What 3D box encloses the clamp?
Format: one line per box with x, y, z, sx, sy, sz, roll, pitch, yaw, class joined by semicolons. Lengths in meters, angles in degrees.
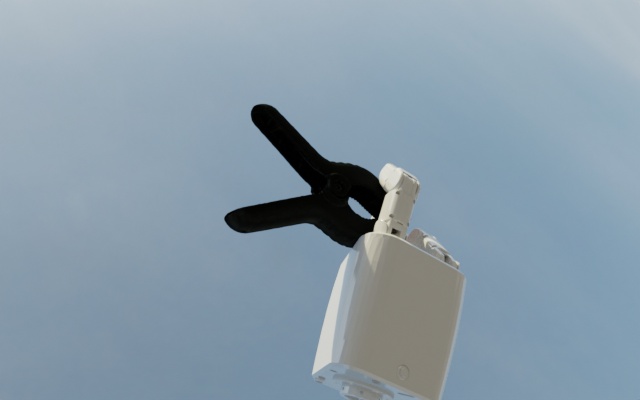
0.000;0.002;0.407;0.171;0.120;0.039;28;-30;-16;clamp
